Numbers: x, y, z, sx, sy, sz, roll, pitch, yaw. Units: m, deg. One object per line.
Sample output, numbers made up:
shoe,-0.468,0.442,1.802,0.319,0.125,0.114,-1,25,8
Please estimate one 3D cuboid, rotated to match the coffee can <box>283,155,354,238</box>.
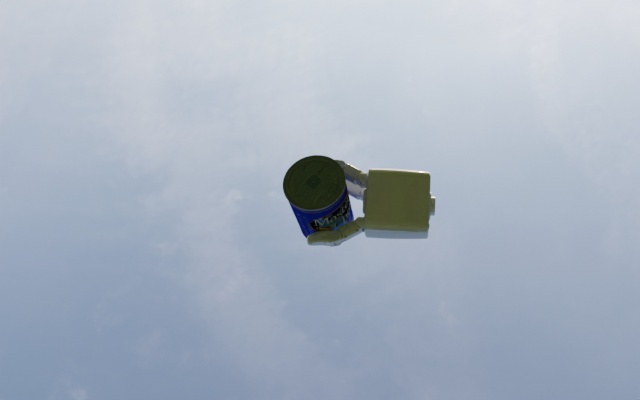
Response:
coffee can,0.000,0.003,0.825,0.103,0.102,0.140,0,-29,10
